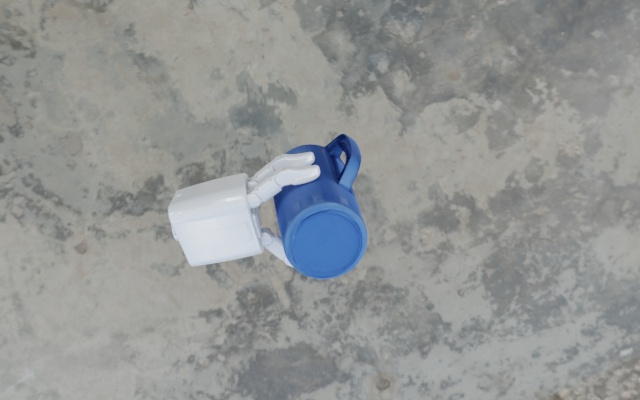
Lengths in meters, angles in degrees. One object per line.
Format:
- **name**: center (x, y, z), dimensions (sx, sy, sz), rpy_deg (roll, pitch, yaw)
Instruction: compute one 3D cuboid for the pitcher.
- **pitcher**: center (0.000, 0.002, 0.699), dimensions (0.145, 0.149, 0.242), rpy_deg (-11, 22, -3)
